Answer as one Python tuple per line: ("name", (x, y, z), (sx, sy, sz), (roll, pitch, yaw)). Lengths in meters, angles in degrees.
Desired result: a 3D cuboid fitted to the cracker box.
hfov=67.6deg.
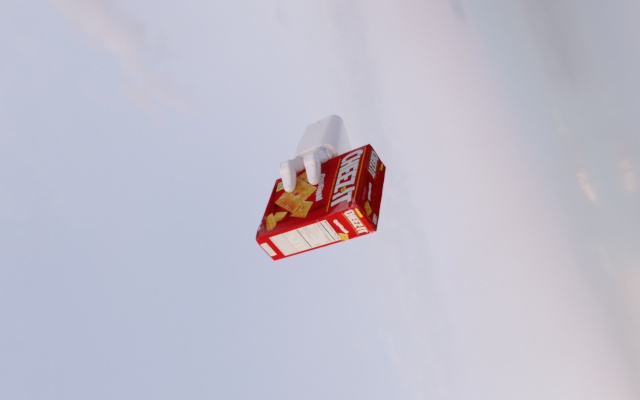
("cracker box", (0.000, 0.003, 0.845), (0.214, 0.164, 0.072), (-20, -54, 30))
